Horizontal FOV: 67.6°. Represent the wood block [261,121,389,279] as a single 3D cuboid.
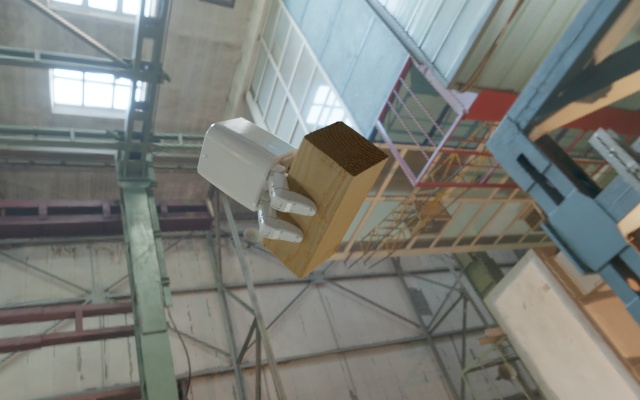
[{"bbox_3d":[0.000,0.002,0.683,0.090,0.206,0.090,40,41,17],"label":"wood block"}]
